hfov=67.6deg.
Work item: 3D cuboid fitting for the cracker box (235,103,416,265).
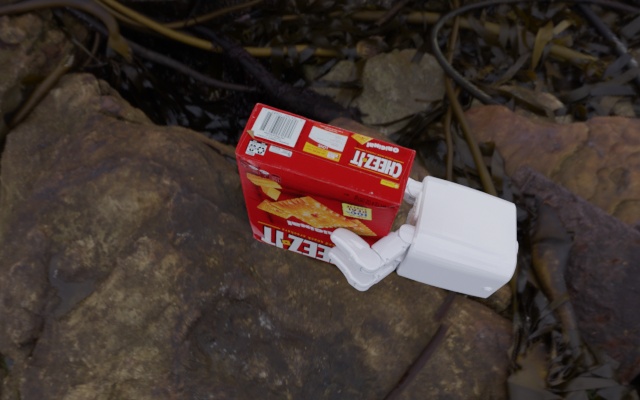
[{"bbox_3d":[0.000,0.002,0.537,0.164,0.072,0.214,18,-26,6],"label":"cracker box"}]
